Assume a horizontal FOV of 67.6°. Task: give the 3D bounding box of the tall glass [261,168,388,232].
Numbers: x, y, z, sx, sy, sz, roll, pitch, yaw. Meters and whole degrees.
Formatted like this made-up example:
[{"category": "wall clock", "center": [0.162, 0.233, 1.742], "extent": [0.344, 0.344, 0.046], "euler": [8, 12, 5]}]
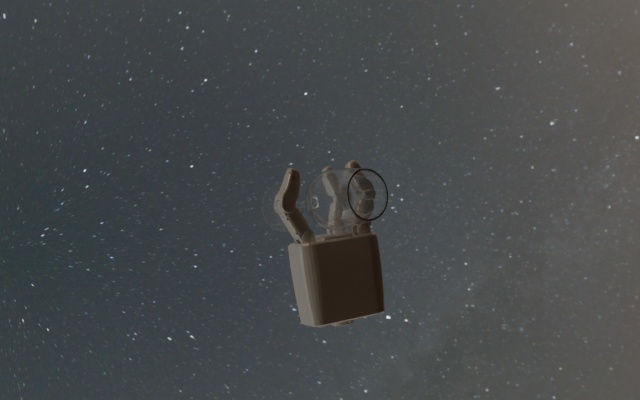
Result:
[{"category": "tall glass", "center": [0.000, 0.002, 0.634], "extent": [0.079, 0.079, 0.201], "euler": [0, -5, -34]}]
